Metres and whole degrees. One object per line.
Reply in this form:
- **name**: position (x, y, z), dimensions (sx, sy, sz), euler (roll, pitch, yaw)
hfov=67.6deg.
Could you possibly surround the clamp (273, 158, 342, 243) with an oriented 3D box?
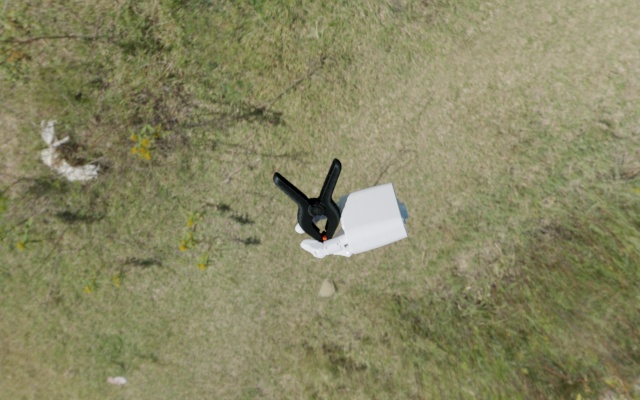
- **clamp**: position (0.000, 0.003, 0.858), dimensions (0.120, 0.172, 0.039), euler (-18, 33, 11)
